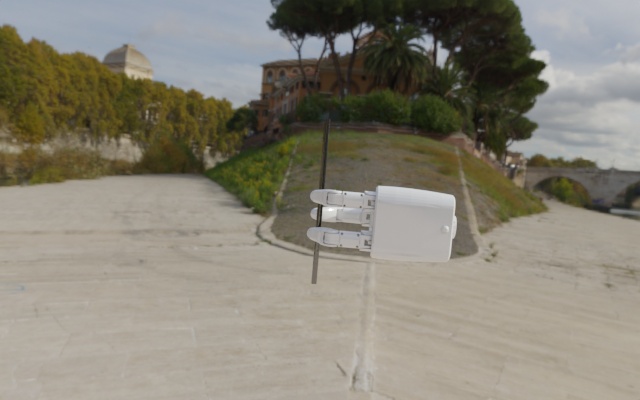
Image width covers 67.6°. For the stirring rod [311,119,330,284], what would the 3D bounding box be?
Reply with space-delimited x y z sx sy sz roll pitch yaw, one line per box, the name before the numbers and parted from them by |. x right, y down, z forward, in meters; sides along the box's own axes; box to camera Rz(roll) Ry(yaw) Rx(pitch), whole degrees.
stirring rod | 0.000 0.002 0.695 0.011 0.239 0.011 5 3 0
